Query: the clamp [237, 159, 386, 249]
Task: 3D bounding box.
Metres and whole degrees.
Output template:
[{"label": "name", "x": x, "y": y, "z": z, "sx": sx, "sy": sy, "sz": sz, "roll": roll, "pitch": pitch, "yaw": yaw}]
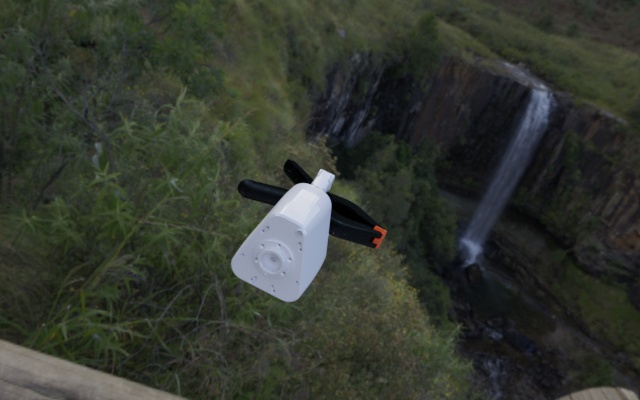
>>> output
[{"label": "clamp", "x": 0.001, "y": 0.002, "z": 0.706, "sx": 0.210, "sy": 0.036, "sz": 0.164, "roll": 27, "pitch": 24, "yaw": 5}]
